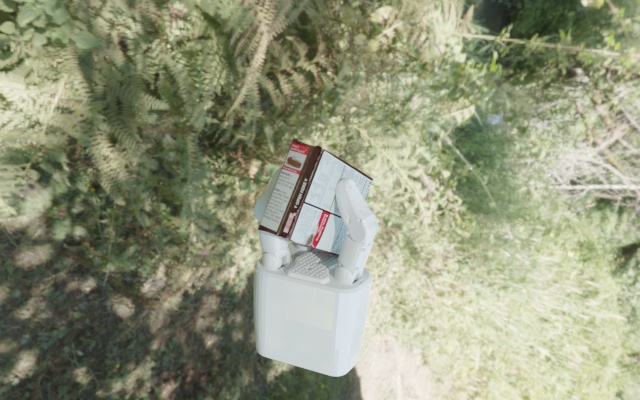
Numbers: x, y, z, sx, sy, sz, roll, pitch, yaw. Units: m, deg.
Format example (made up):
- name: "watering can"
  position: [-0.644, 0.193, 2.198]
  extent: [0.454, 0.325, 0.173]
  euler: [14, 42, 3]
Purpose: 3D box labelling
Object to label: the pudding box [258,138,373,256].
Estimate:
- name: "pudding box"
  position: [0.000, 0.002, 0.461]
  extent: [0.039, 0.090, 0.113]
  euler: [19, -3, 31]
